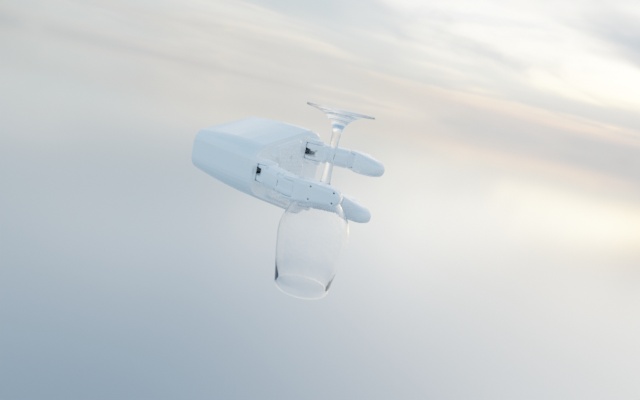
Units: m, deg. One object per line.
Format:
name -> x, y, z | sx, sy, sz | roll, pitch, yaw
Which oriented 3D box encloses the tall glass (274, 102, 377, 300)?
tall glass -> 0.000, 0.001, 0.510 | 0.079, 0.201, 0.079 | 12, 13, -3
